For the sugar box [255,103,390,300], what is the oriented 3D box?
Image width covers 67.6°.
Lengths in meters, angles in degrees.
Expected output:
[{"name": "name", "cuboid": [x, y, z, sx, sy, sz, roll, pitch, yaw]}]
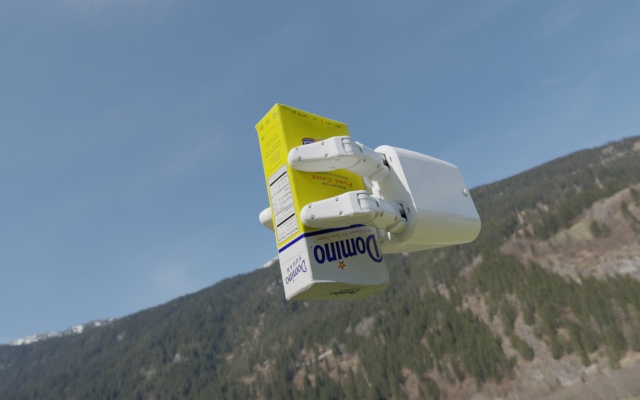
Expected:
[{"name": "sugar box", "cuboid": [0.000, 0.001, 0.441, 0.093, 0.176, 0.048, 8, -34, -39]}]
